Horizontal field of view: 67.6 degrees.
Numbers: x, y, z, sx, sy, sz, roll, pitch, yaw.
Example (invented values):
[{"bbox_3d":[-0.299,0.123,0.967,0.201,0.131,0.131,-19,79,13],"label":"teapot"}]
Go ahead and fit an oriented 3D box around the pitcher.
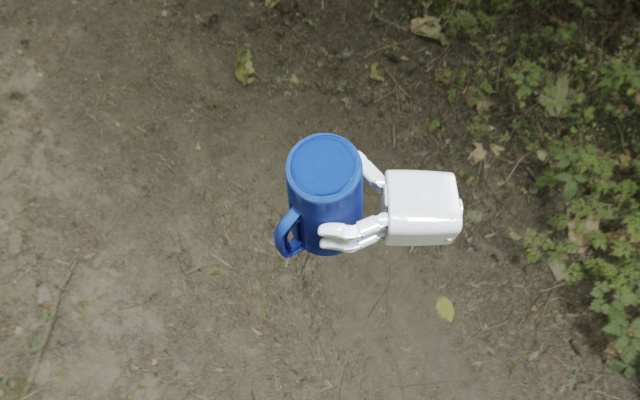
[{"bbox_3d":[0.000,0.002,0.757,0.145,0.149,0.243,3,-21,3],"label":"pitcher"}]
